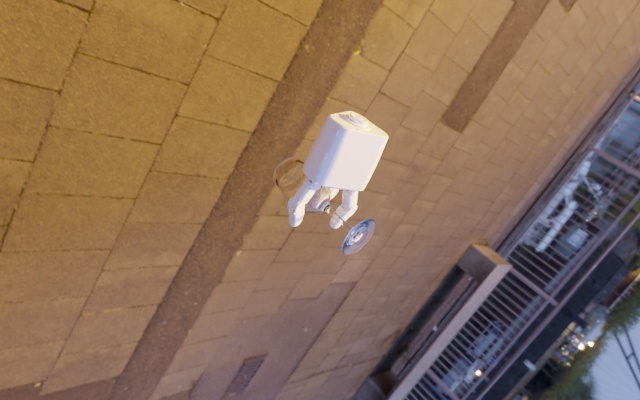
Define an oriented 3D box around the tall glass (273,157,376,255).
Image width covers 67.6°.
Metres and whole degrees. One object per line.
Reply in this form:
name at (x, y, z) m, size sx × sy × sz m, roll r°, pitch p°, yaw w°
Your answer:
tall glass at (0.000, 0.003, 0.831) m, size 0.201 × 0.079 × 0.079 m, roll 42°, pitch 24°, yaw 31°
